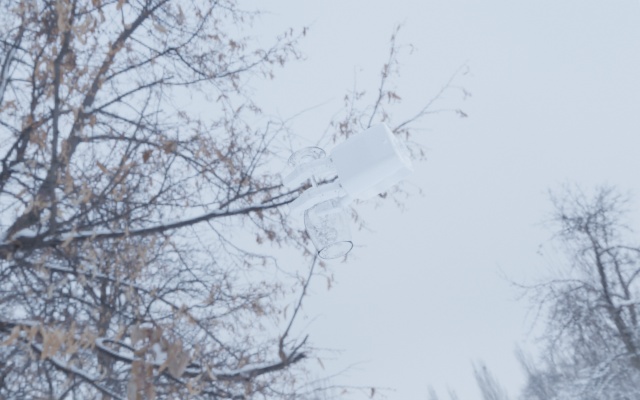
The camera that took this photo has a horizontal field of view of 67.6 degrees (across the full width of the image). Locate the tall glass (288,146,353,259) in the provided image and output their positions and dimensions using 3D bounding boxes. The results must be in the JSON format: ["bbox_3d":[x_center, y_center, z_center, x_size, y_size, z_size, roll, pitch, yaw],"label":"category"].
[{"bbox_3d":[0.000,0.002,0.856,0.079,0.201,0.079,-13,-30,-8],"label":"tall glass"}]
